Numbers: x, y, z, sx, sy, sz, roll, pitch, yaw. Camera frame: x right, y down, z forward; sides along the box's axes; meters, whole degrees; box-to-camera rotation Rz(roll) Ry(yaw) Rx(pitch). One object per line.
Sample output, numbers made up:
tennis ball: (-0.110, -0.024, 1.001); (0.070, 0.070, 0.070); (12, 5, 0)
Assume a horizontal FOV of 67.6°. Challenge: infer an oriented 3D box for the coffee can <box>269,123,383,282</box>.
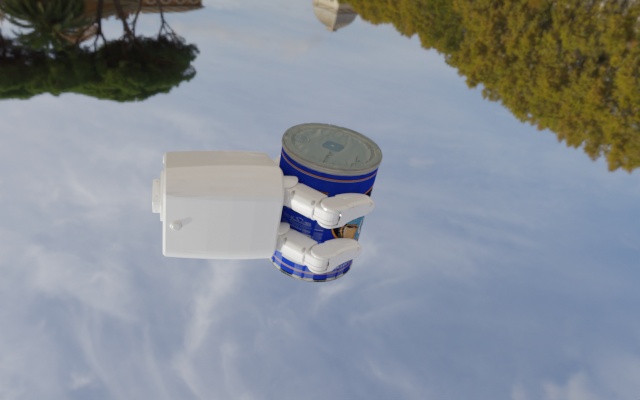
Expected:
coffee can: (0.000, 0.002, 0.515); (0.103, 0.140, 0.102); (9, 32, -5)
